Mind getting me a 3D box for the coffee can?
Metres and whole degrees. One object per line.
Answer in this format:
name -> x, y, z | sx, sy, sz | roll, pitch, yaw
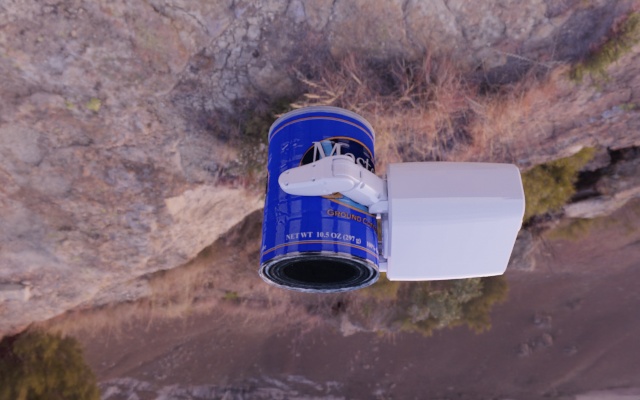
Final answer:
coffee can -> 0.000, 0.001, 0.432 | 0.103, 0.140, 0.103 | 1, -27, 0
